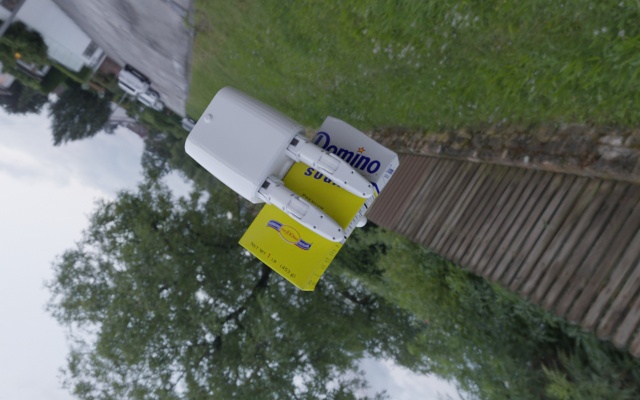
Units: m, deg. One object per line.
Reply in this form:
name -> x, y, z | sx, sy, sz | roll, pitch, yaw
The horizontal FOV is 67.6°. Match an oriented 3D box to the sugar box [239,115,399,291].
sugar box -> 0.000, 0.002, 0.526 | 0.093, 0.176, 0.048 | 33, -2, 17
